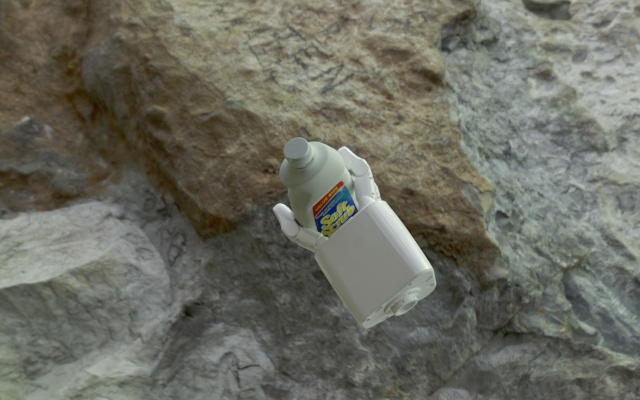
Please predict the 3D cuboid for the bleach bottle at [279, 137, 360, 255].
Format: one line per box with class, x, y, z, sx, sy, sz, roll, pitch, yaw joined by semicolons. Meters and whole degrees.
bleach bottle;0.000;0.002;0.628;0.102;0.068;0.251;-33;-31;-1
